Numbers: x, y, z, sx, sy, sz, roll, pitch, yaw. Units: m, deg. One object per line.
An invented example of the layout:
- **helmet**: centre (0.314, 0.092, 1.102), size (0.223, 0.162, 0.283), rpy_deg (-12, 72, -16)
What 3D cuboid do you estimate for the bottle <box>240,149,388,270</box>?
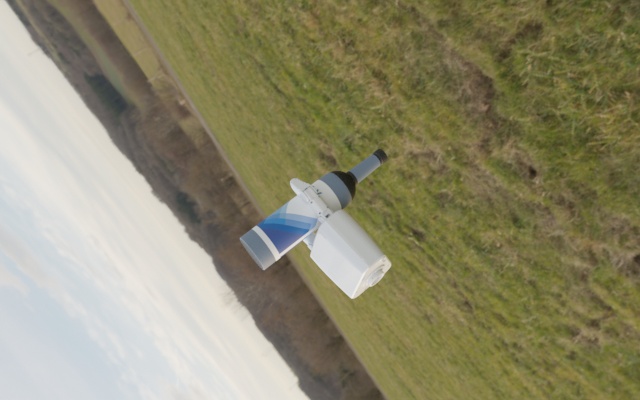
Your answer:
- **bottle**: centre (0.000, 0.003, 0.823), size (0.295, 0.069, 0.069), rpy_deg (-37, 12, -16)
